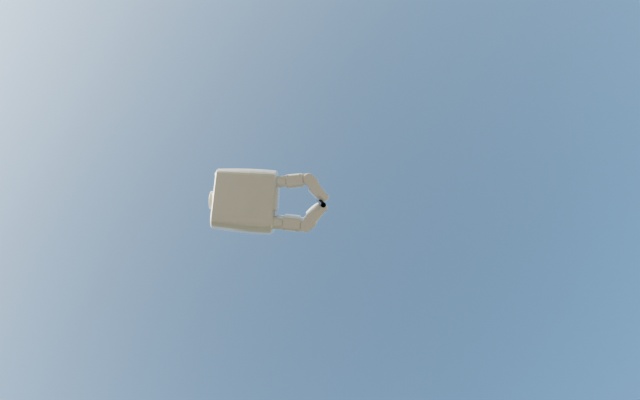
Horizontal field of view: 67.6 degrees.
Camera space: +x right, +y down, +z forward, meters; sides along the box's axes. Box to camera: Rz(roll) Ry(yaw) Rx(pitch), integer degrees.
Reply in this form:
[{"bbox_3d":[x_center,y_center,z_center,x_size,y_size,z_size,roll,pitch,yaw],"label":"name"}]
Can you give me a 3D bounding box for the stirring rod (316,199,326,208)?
[{"bbox_3d":[0.000,0.003,0.826,0.011,0.011,0.239,0,2,-2],"label":"stirring rod"}]
